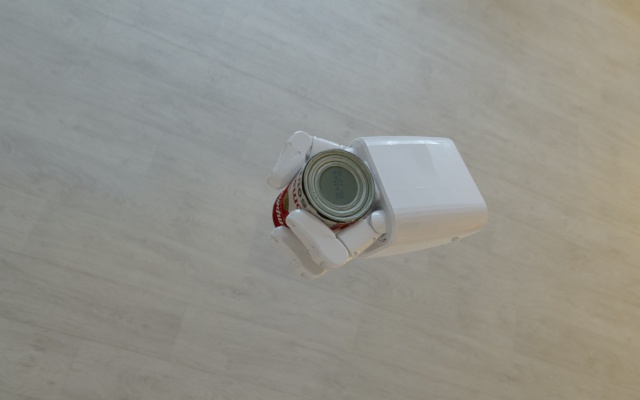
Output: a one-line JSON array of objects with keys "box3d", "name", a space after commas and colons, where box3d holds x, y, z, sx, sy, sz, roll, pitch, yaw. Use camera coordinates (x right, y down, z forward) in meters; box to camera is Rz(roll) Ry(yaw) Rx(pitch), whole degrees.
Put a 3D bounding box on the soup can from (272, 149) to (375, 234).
[{"box3d": [0.000, 0.001, 0.444, 0.068, 0.068, 0.102, 0, -17, -20], "name": "soup can"}]
